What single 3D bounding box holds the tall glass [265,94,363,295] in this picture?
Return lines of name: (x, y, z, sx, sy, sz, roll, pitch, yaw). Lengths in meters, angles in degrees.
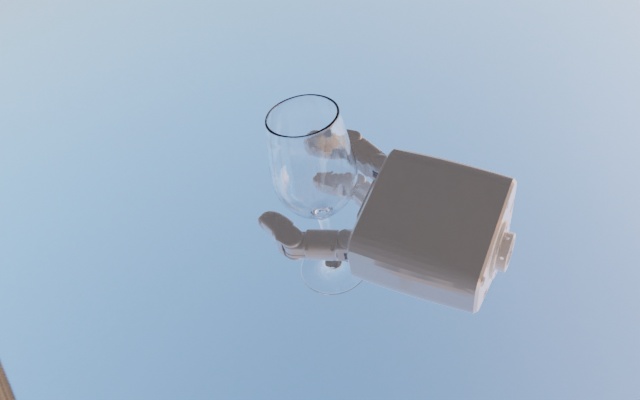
tall glass: (0.000, 0.002, 0.454, 0.079, 0.201, 0.079, -7, 43, 6)
